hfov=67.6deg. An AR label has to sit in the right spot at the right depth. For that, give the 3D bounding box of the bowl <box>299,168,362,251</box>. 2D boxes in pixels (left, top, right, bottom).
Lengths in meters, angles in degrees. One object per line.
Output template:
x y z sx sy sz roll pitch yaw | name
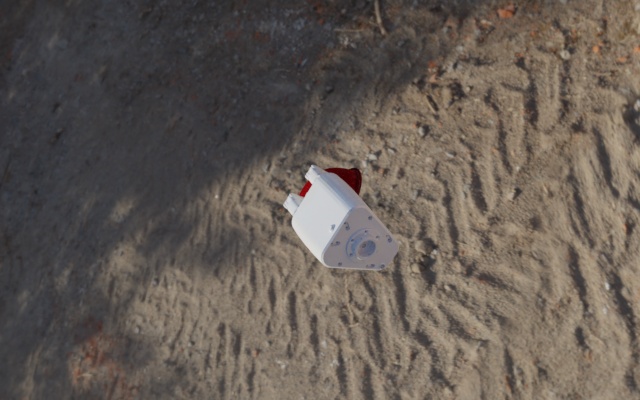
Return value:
-0.001 0.002 0.805 0.055 0.162 0.162 30 -10 -18 | bowl
